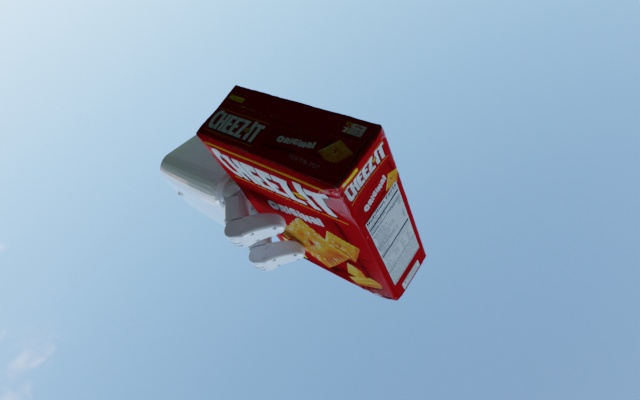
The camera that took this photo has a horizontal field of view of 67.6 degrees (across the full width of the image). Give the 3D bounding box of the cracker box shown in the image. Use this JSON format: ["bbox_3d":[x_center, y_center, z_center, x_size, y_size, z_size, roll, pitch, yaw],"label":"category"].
[{"bbox_3d":[0.000,0.001,0.466,0.164,0.072,0.214,22,-22,33],"label":"cracker box"}]
